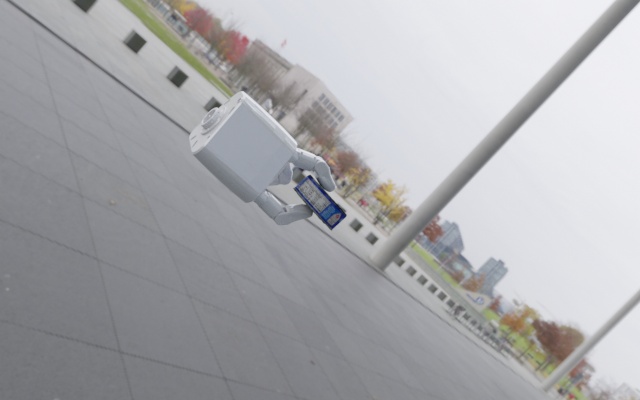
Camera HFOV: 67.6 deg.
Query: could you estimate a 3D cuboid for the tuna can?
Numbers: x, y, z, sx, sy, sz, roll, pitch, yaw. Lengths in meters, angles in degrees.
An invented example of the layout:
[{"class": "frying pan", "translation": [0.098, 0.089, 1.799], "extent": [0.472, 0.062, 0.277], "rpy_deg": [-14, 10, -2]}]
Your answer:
[{"class": "tuna can", "translation": [0.001, 0.002, 0.710], "extent": [0.034, 0.086, 0.086], "rpy_deg": [-42, -1, 1]}]
